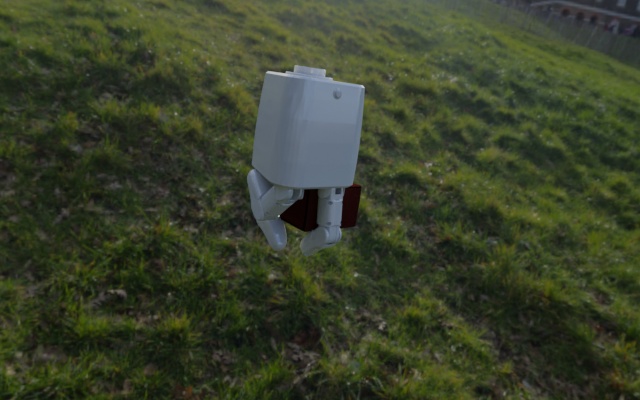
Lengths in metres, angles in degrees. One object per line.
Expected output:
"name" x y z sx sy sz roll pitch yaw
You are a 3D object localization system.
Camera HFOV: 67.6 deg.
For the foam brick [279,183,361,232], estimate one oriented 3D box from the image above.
"foam brick" 0.000 0.002 0.551 0.078 0.051 0.053 -3 17 -39
